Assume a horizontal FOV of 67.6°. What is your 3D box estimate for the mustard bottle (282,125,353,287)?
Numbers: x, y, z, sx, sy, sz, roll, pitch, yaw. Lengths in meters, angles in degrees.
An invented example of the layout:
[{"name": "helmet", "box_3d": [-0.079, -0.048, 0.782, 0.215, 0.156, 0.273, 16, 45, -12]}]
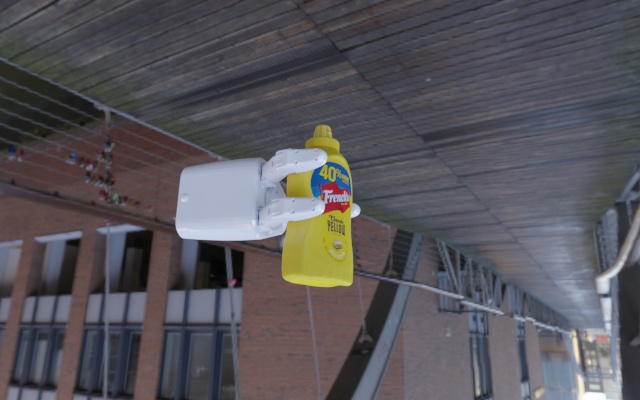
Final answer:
[{"name": "mustard bottle", "box_3d": [0.000, 0.002, 0.563, 0.058, 0.191, 0.096, -12, -21, 39]}]
